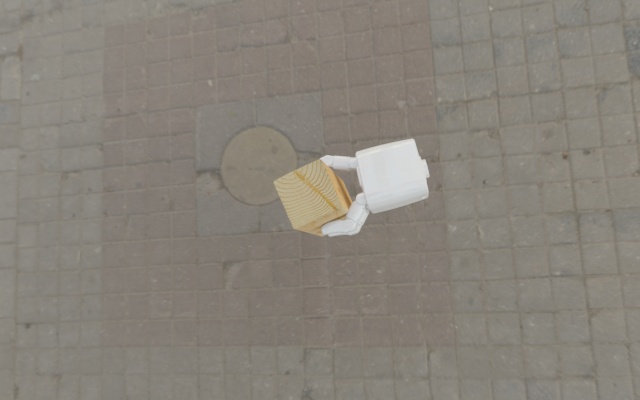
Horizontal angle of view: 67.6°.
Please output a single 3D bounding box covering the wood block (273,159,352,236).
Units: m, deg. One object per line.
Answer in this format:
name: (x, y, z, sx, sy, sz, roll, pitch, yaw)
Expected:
wood block: (0.000, 0.002, 0.865, 0.090, 0.091, 0.206, -25, -12, 8)
